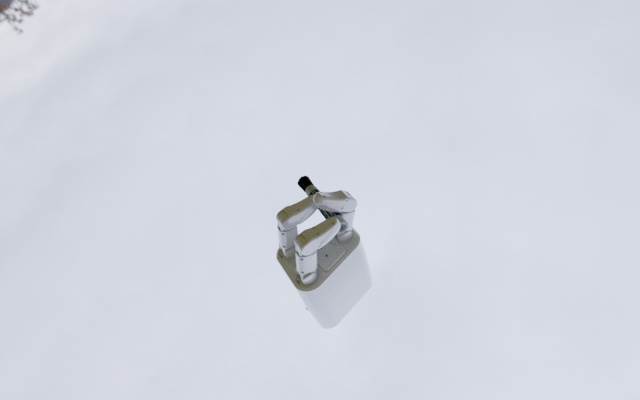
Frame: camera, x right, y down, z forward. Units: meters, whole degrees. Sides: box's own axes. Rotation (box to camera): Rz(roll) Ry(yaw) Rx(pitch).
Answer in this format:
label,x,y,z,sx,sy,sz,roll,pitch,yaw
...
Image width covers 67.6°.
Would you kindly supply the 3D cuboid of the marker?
label,x,y,z,sx,sy,sz,roll,pitch,yaw
marker,0.000,0.002,0.635,0.020,0.020,0.121,0,32,-32
